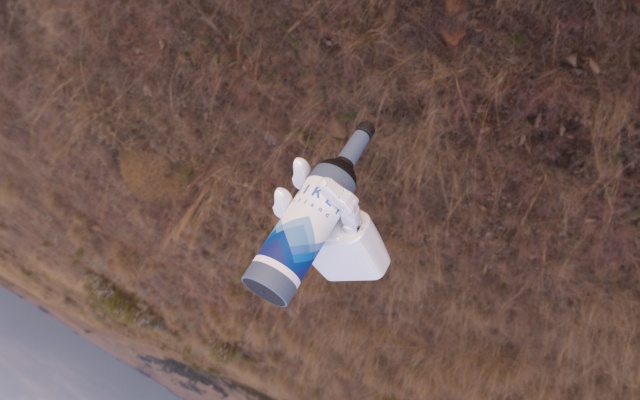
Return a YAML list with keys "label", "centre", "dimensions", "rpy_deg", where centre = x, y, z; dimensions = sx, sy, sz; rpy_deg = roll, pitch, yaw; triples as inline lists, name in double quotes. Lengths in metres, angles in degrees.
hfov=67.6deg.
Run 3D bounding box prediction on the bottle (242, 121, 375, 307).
- label: "bottle"
  centre: [0.000, 0.002, 0.655]
  dimensions: [0.069, 0.295, 0.069]
  rpy_deg: [25, -27, 14]
